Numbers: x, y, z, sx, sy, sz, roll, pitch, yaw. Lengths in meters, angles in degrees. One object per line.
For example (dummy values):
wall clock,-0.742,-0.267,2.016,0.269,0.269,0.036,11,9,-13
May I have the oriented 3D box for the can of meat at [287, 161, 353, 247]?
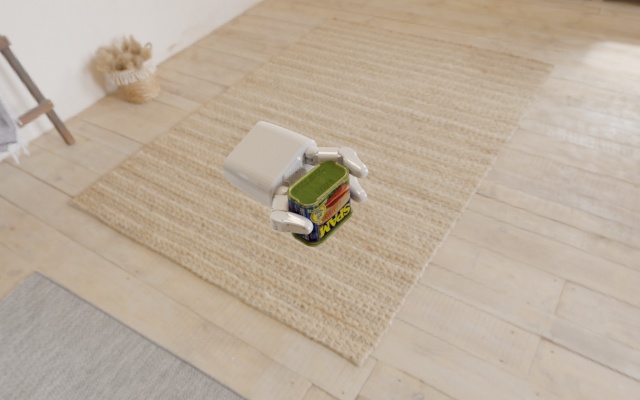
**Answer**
can of meat,0.000,0.002,0.690,0.057,0.084,0.102,29,54,30
